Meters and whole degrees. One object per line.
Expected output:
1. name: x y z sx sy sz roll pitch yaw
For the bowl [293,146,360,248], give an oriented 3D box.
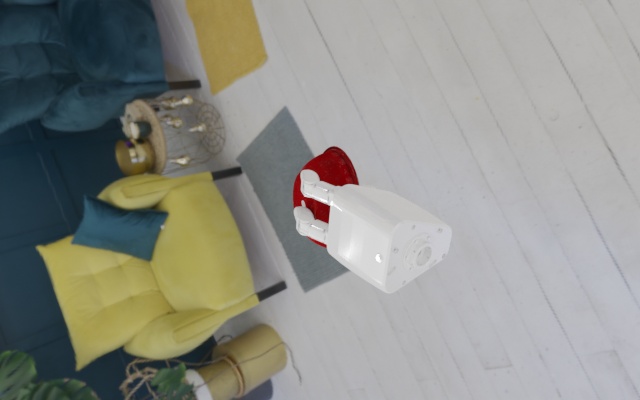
1. bowl: -0.001 0.002 0.702 0.055 0.162 0.162 -6 2 -22
